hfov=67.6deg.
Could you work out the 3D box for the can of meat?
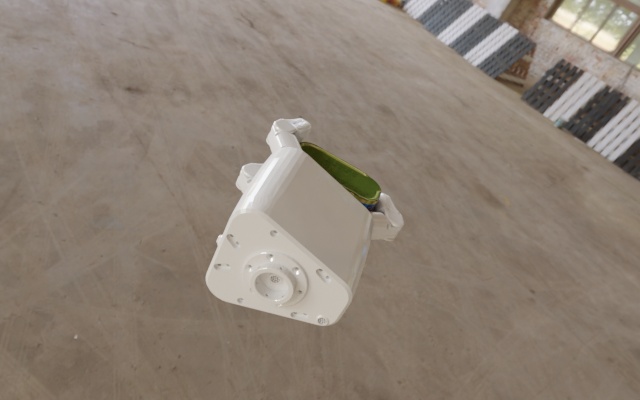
[{"bbox_3d":[0.000,0.001,0.484,0.102,0.084,0.057,29,31,1],"label":"can of meat"}]
